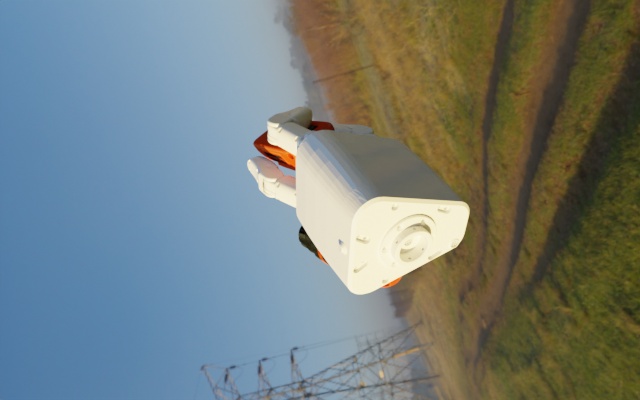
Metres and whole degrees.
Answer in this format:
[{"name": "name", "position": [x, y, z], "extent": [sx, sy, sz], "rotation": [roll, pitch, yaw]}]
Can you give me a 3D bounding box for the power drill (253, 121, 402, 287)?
[{"name": "power drill", "position": [0.000, 0.001, 0.536], "extent": [0.057, 0.188, 0.184], "rotation": [-40, 28, -21]}]
